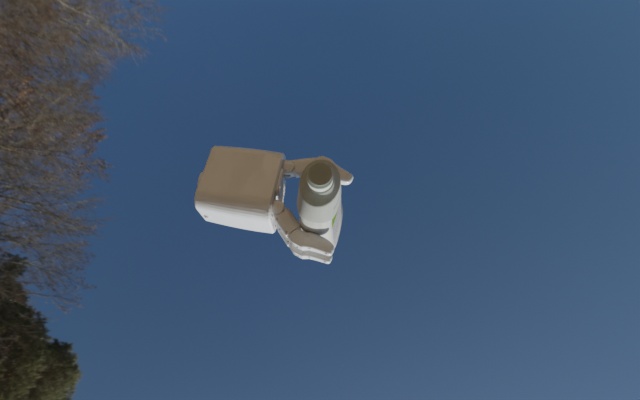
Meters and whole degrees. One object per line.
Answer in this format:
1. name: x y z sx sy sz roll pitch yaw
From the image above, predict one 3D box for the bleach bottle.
1. bleach bottle: 0.000 0.002 0.666 0.068 0.102 0.251 9 -19 3
